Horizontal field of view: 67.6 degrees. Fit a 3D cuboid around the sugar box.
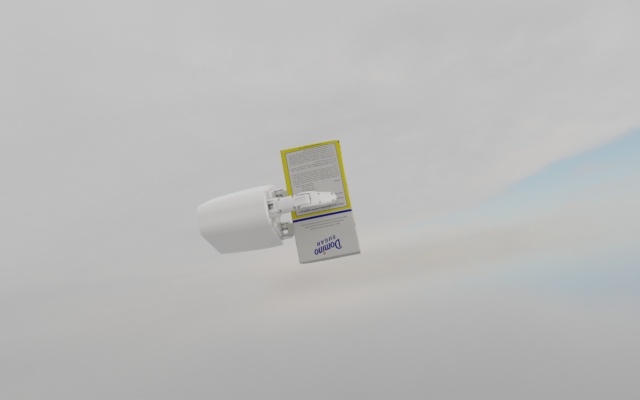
[{"bbox_3d":[0.000,0.002,0.728,0.093,0.176,0.048,-11,-9,5],"label":"sugar box"}]
